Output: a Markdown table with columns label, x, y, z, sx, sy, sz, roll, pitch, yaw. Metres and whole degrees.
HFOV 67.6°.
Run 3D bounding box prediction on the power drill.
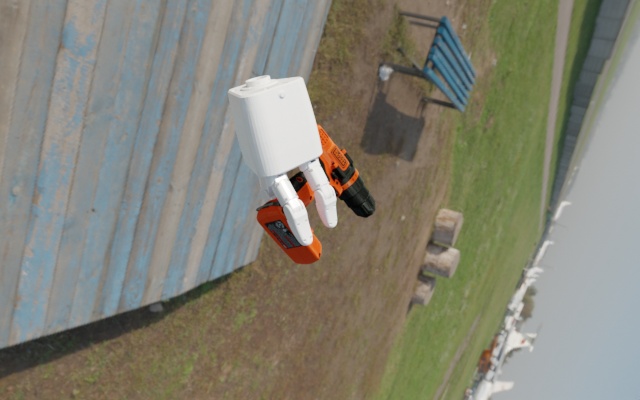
| label | x | y | z | sx | sy | sz | roll | pitch | yaw |
| --- | --- | --- | --- | --- | --- | --- | --- | --- | --- |
| power drill | 0.000 | 0.002 | 0.713 | 0.057 | 0.184 | 0.187 | -20 | 29 | 43 |
